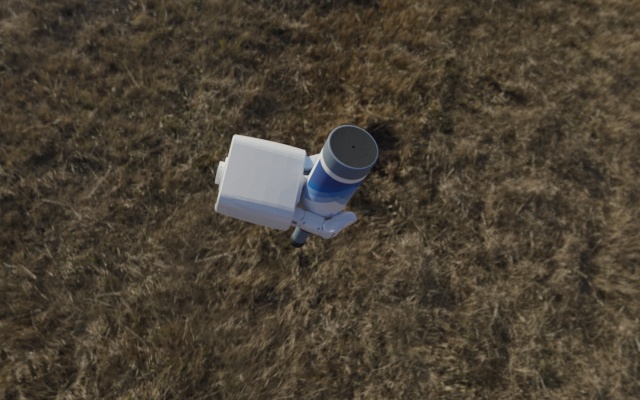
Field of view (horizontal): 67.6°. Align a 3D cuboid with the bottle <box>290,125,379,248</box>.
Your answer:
[{"bbox_3d":[0.000,0.002,0.711,0.069,0.069,0.296,0,-28,-18],"label":"bottle"}]
